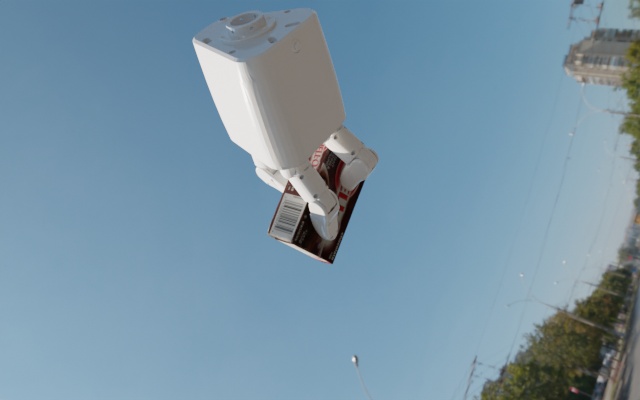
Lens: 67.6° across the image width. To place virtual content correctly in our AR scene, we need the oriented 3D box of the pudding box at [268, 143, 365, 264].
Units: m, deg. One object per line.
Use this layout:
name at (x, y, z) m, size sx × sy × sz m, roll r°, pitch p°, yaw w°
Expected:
pudding box at (0.000, 0.002, 0.507) m, size 0.039 × 0.113 × 0.090 m, roll 18°, pitch -10°, yaw 35°
